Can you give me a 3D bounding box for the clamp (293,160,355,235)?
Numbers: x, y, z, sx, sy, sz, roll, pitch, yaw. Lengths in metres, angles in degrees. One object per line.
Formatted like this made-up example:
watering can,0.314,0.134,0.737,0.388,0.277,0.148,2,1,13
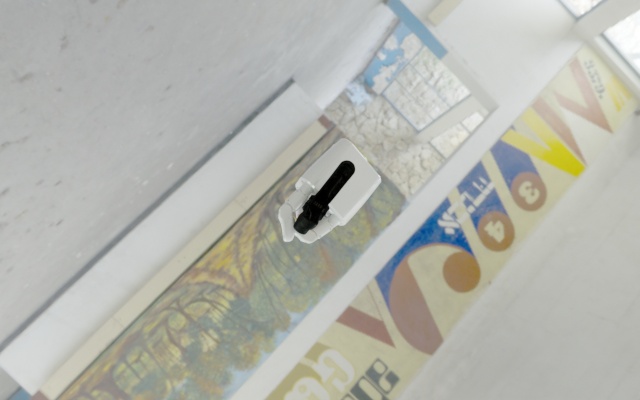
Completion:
clamp,0.000,0.003,0.731,0.039,0.120,0.171,43,-14,-3
